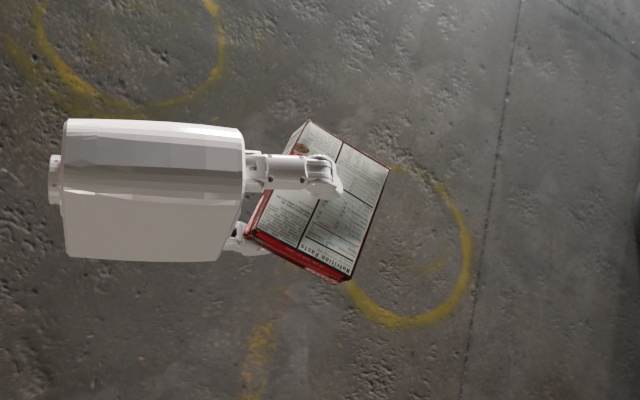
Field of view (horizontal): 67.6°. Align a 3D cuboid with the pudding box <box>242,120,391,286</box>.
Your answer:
[{"bbox_3d":[0.000,0.001,0.401,0.090,0.113,0.039,30,-24,-13],"label":"pudding box"}]
